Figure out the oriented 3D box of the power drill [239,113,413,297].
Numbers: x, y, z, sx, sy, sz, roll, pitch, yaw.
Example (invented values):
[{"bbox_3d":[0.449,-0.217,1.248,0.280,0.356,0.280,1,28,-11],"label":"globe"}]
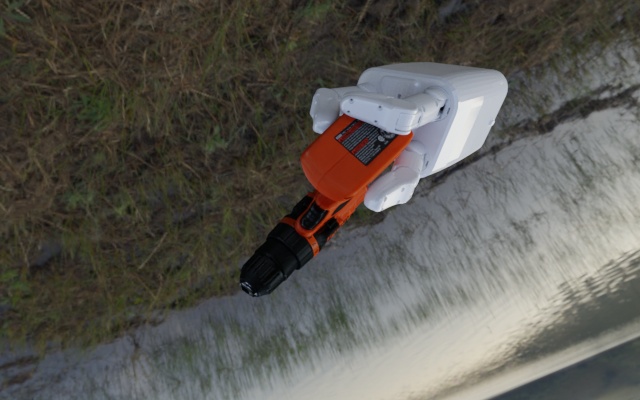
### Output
[{"bbox_3d":[0.000,0.001,0.451,0.184,0.057,0.188,-46,-6,-29],"label":"power drill"}]
